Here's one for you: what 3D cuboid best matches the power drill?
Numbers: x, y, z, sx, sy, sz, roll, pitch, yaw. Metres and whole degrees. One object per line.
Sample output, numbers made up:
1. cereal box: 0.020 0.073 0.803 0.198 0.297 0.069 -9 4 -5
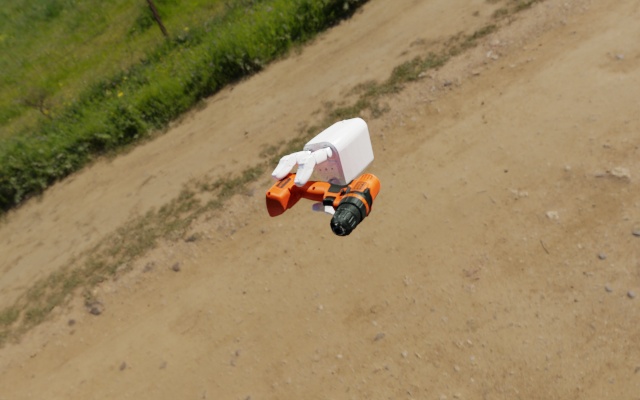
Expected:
1. power drill: 0.000 0.003 0.861 0.187 0.057 0.184 6 27 22
